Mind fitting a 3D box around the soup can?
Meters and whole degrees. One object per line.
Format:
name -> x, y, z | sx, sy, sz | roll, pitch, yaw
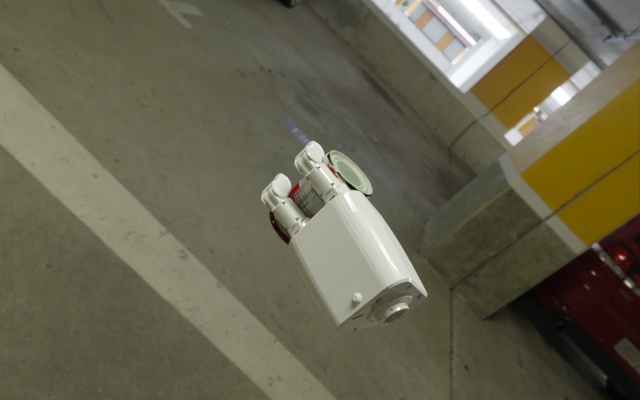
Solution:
soup can -> 0.000, 0.001, 0.538 | 0.102, 0.068, 0.068 | -44, -20, 22
